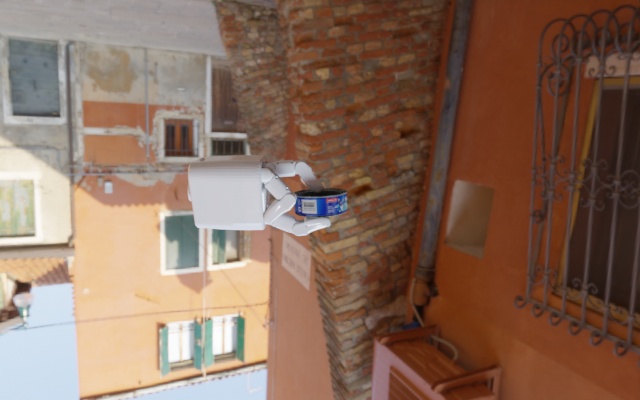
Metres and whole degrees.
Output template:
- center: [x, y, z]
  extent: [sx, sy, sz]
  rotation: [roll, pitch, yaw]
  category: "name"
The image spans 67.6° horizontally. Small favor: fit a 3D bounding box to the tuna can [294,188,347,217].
- center: [0.000, 0.003, 0.762]
  extent: [0.086, 0.034, 0.086]
  rotation: [-3, 9, 0]
  category: "tuna can"
